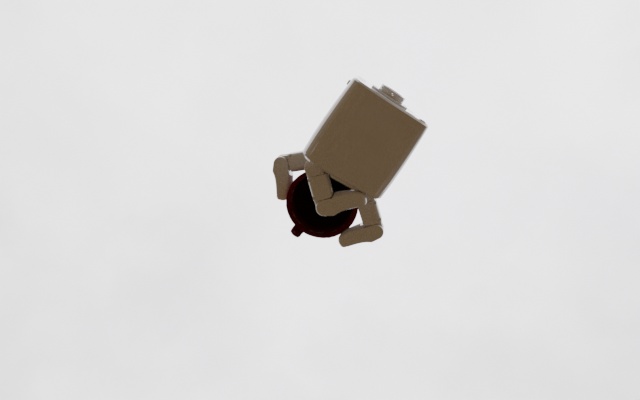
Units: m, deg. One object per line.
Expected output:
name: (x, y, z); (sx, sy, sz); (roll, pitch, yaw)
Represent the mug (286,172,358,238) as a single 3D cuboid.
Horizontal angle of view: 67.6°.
mug: (-0.001, 0.003, 0.648); (0.093, 0.117, 0.081); (36, 19, -4)
